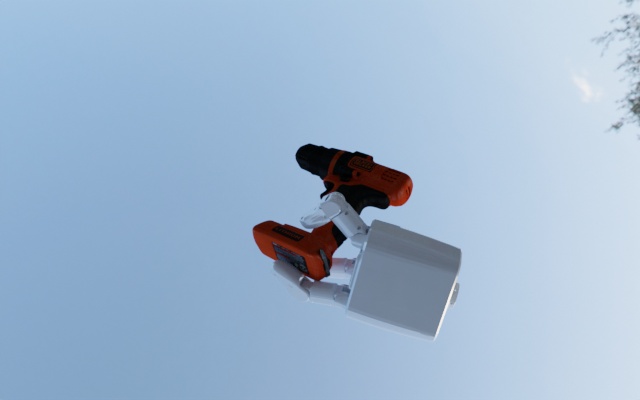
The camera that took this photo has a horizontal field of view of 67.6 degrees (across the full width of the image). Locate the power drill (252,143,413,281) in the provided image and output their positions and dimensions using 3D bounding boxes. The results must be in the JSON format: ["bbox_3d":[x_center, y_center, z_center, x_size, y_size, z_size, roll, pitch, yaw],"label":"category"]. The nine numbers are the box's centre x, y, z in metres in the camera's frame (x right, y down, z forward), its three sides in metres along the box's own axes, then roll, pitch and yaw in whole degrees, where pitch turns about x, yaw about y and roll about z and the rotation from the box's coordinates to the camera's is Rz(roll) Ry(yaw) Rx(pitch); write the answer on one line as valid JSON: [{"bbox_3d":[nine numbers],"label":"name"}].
[{"bbox_3d":[0.000,0.002,0.621,0.184,0.057,0.187,21,55,33],"label":"power drill"}]
